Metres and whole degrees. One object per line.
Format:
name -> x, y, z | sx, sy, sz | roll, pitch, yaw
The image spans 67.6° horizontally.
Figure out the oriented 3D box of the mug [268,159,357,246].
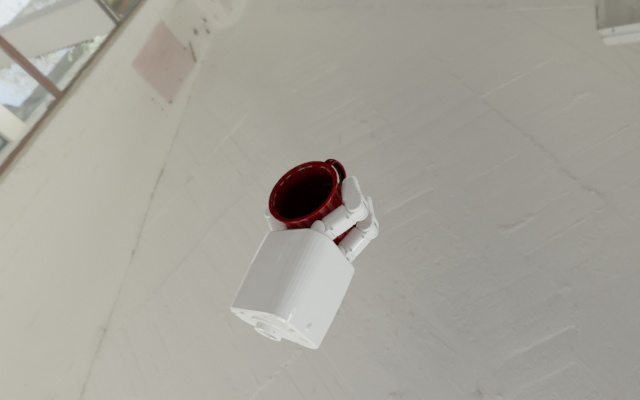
mug -> 0.001, 0.001, 0.603 | 0.093, 0.117, 0.081 | 7, -32, 36
